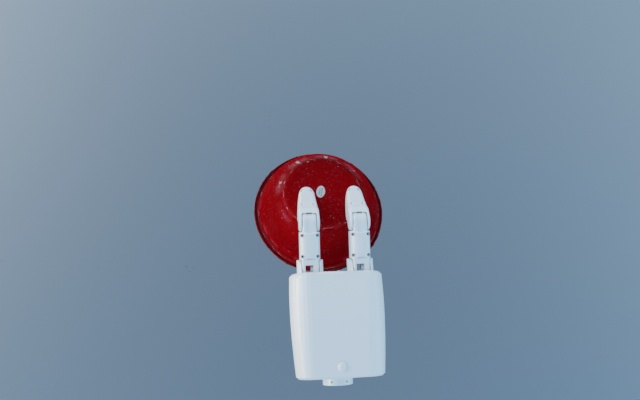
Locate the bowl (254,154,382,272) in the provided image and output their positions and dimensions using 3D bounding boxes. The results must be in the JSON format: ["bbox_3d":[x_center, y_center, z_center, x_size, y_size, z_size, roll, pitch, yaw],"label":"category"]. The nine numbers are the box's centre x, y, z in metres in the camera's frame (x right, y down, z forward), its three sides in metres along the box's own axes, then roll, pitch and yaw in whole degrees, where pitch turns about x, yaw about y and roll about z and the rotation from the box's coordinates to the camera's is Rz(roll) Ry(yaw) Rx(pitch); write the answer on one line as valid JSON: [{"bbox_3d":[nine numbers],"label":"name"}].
[{"bbox_3d":[0.000,0.001,0.578,0.162,0.162,0.055,0,-24,-5],"label":"bowl"}]
